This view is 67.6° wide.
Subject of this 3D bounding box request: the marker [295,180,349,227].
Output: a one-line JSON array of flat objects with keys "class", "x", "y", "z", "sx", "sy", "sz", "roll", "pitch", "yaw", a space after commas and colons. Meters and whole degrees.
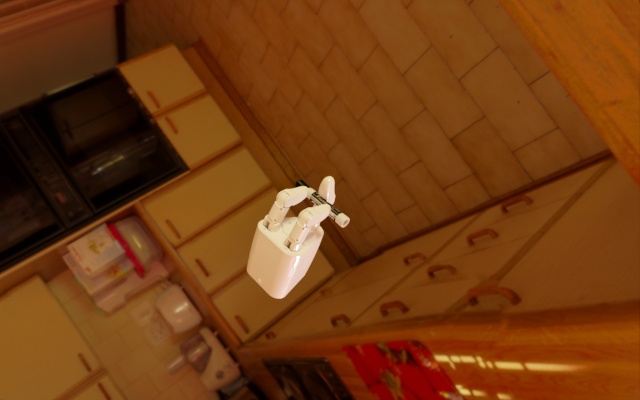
[{"class": "marker", "x": 0.000, "y": 0.003, "z": 0.804, "sx": 0.121, "sy": 0.020, "sz": 0.020, "roll": 39, "pitch": 21, "yaw": 28}]
